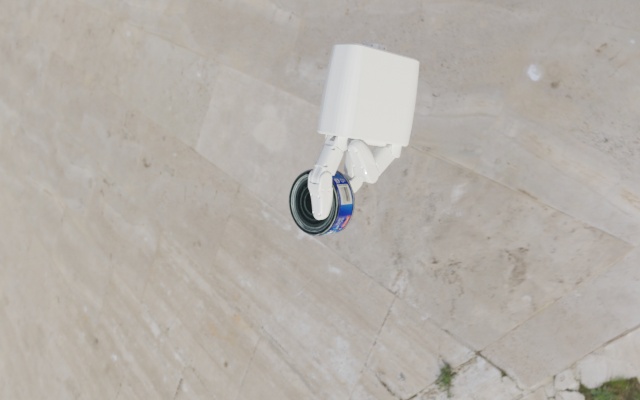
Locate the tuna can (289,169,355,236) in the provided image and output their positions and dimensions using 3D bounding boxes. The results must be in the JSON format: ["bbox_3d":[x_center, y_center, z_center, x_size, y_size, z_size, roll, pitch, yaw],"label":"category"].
[{"bbox_3d":[0.000,0.002,0.607,0.086,0.086,0.034,0,3,41],"label":"tuna can"}]
